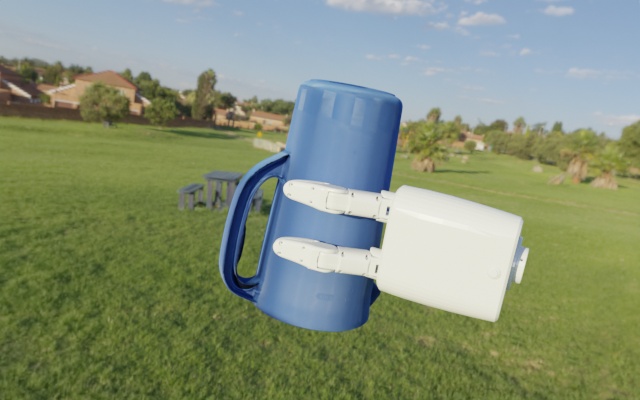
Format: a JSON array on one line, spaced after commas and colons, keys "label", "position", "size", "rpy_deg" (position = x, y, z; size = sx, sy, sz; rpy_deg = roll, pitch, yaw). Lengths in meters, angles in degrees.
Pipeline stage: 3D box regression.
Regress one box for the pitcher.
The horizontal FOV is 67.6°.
[{"label": "pitcher", "position": [0.000, 0.002, 0.501], "size": [0.145, 0.243, 0.149], "rpy_deg": [15, 11, 22]}]
